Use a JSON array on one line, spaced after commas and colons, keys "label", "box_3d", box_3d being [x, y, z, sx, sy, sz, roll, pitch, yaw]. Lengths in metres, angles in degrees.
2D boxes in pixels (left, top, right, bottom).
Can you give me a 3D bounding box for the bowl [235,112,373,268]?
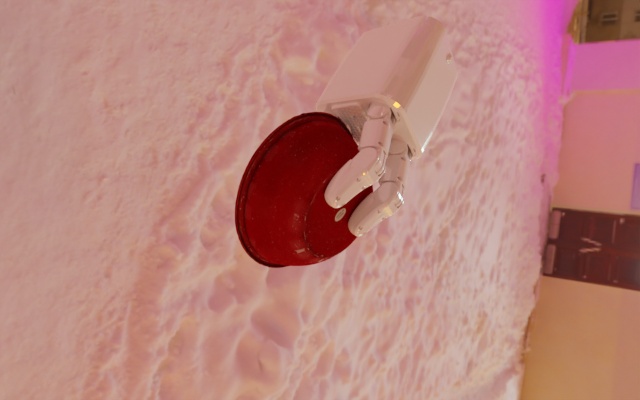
[{"label": "bowl", "box_3d": [0.000, 0.003, 0.452, 0.055, 0.162, 0.162, 27, 18, 38]}]
